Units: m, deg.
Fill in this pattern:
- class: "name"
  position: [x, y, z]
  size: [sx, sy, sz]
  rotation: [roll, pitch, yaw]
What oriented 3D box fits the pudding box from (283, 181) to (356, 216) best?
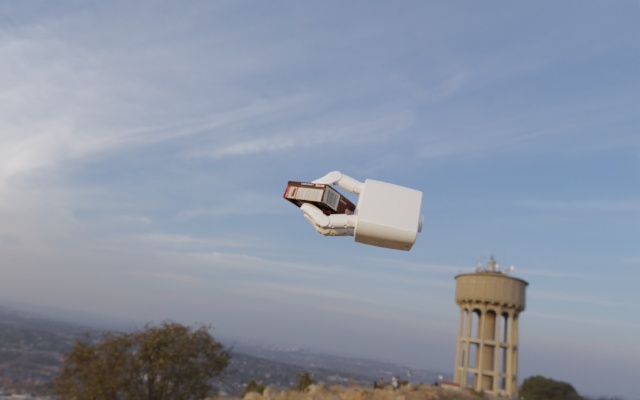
- class: "pudding box"
  position: [0.000, 0.003, 0.878]
  size: [0.090, 0.039, 0.113]
  rotation: [6, -19, 34]
